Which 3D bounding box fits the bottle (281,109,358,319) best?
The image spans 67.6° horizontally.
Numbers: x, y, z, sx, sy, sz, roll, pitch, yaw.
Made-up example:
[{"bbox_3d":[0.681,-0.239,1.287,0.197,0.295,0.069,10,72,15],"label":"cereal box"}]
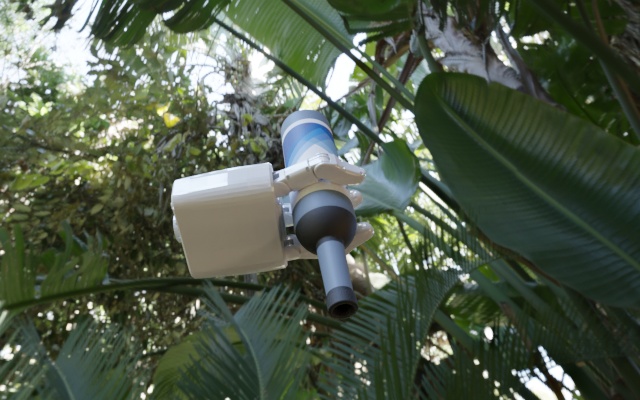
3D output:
[{"bbox_3d":[0.000,0.002,0.530,0.069,0.069,0.295,0,40,-10],"label":"bottle"}]
